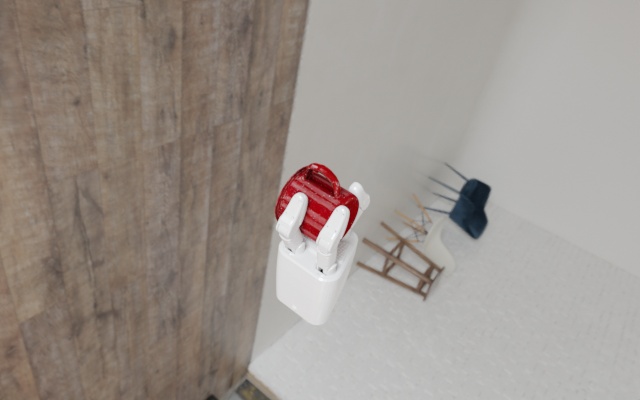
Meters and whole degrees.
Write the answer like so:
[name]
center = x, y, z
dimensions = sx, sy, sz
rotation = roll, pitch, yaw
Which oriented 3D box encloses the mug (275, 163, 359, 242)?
[mug]
center = 0.000, 0.001, 0.641
dimensions = 0.081, 0.117, 0.093
rotation = 32, 45, 24
